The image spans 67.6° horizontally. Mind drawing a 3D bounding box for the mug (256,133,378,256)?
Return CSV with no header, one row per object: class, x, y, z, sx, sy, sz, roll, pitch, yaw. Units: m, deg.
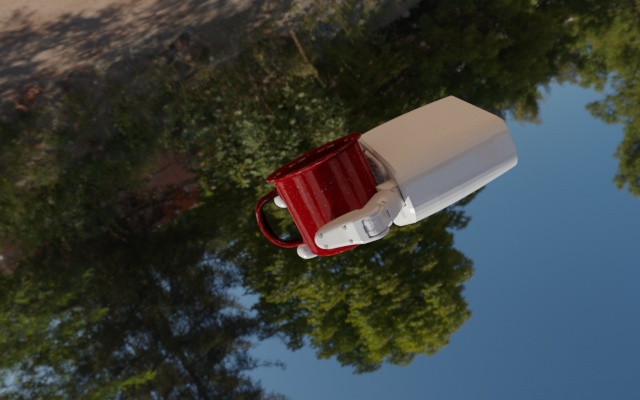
mug,-0.001,0.002,0.427,0.117,0.081,0.093,-27,12,-2
